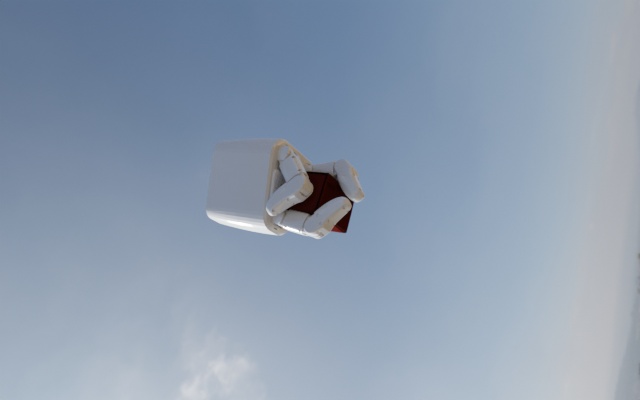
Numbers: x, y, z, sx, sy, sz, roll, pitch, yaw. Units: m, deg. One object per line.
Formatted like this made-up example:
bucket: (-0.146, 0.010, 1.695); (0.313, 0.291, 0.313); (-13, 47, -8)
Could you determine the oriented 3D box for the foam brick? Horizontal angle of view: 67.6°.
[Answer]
foam brick: (0.000, 0.002, 0.596); (0.051, 0.053, 0.078); (5, -19, 33)
